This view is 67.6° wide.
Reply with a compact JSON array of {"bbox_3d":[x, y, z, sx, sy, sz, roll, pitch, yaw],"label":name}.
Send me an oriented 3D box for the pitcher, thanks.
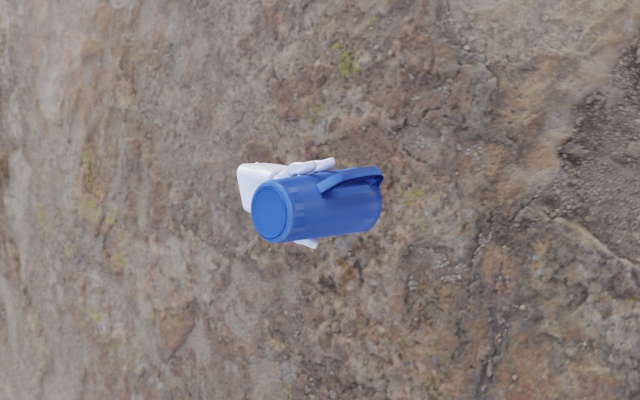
[{"bbox_3d":[0.000,0.003,0.883,0.145,0.149,0.243,17,16,40],"label":"pitcher"}]
